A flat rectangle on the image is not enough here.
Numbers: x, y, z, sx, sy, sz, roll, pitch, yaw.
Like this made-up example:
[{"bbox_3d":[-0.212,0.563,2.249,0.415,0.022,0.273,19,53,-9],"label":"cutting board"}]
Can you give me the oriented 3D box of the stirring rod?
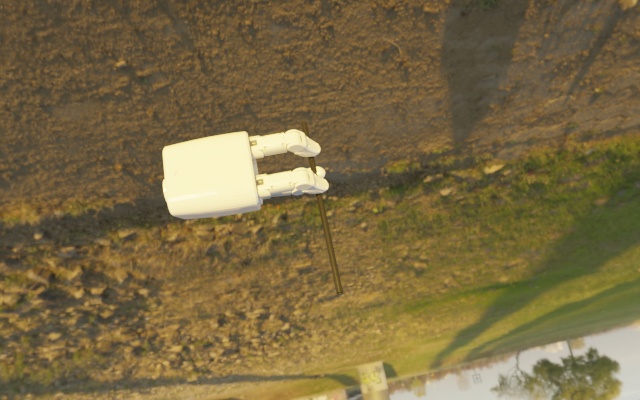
[{"bbox_3d":[0.000,0.002,0.620,0.011,0.239,0.011,-10,-21,-4],"label":"stirring rod"}]
